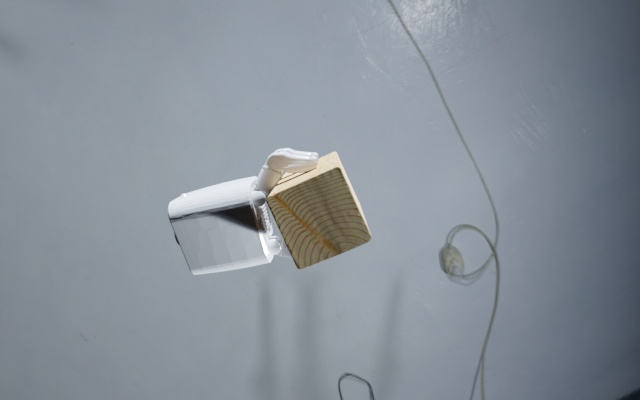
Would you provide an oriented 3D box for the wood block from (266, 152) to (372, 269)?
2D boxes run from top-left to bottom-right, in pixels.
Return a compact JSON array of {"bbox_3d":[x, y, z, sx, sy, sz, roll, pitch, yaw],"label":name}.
[{"bbox_3d":[0.000,0.002,0.610,0.090,0.091,0.206,-23,9,5],"label":"wood block"}]
